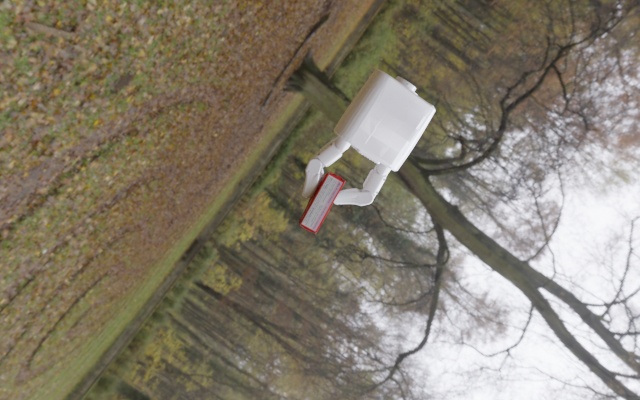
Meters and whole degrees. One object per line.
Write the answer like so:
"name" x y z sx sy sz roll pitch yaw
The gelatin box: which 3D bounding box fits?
"gelatin box" 0.000 0.003 0.707 0.030 0.089 0.073 29 -1 -3
